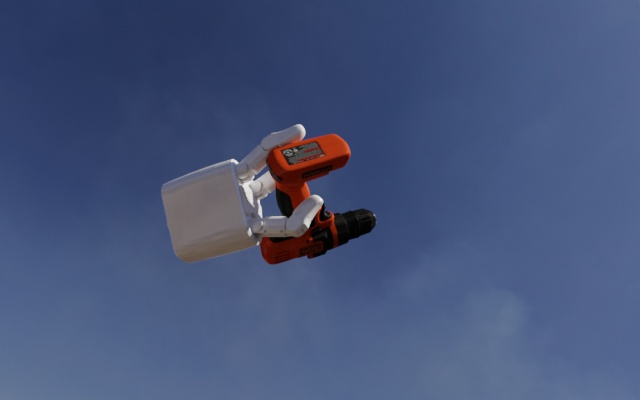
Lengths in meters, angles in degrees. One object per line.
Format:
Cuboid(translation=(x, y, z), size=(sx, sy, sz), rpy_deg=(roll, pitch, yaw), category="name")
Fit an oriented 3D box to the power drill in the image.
Cuboid(translation=(0.000, 0.002, 0.671), size=(0.184, 0.188, 0.057), rpy_deg=(-17, 44, -18), category="power drill")
